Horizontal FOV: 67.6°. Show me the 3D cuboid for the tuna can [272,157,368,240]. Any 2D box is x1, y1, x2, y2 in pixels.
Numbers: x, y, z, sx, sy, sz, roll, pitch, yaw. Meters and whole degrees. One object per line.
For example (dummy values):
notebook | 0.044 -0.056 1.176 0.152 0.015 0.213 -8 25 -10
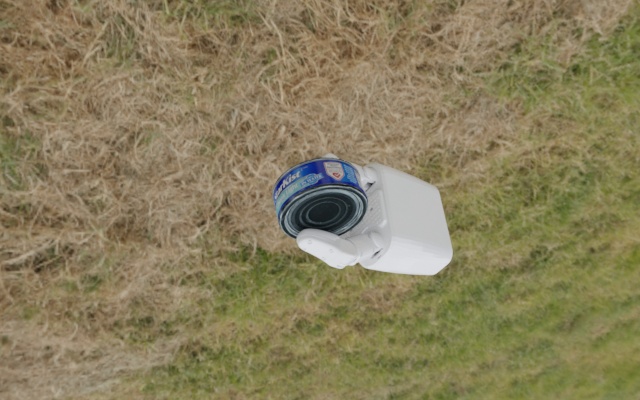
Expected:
tuna can | 0.000 0.002 0.444 0.086 0.033 0.086 -10 -38 -8
